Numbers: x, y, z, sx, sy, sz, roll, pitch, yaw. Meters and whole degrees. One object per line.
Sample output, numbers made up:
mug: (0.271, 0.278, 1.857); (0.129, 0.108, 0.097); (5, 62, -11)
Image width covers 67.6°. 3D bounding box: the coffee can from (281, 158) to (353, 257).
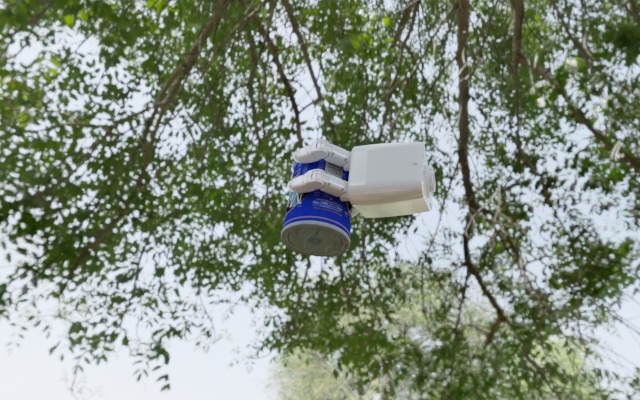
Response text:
coffee can: (0.000, 0.003, 0.740); (0.103, 0.140, 0.103); (6, -32, 4)
